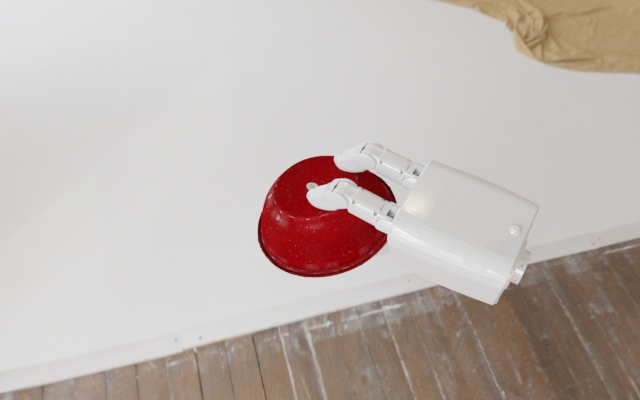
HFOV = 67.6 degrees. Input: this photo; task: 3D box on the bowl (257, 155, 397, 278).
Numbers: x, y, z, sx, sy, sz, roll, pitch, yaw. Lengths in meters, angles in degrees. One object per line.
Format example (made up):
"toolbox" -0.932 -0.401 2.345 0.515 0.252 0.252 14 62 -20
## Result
"bowl" -0.001 0.001 0.520 0.162 0.162 0.055 0 -41 18
